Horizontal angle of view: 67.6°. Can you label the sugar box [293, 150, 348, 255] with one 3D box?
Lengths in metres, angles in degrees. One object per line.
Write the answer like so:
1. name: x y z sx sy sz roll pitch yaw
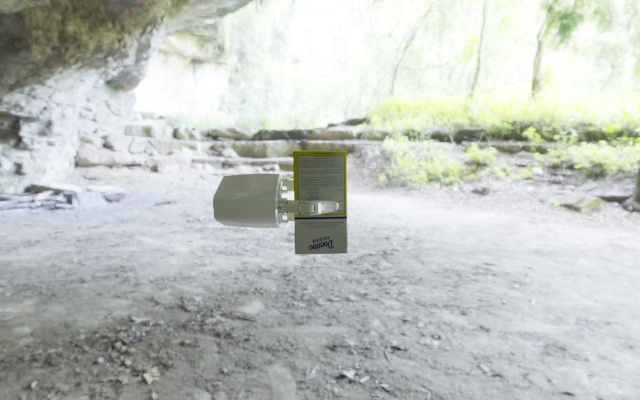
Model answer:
1. sugar box: 0.000 0.002 0.820 0.093 0.176 0.048 0 9 -2
